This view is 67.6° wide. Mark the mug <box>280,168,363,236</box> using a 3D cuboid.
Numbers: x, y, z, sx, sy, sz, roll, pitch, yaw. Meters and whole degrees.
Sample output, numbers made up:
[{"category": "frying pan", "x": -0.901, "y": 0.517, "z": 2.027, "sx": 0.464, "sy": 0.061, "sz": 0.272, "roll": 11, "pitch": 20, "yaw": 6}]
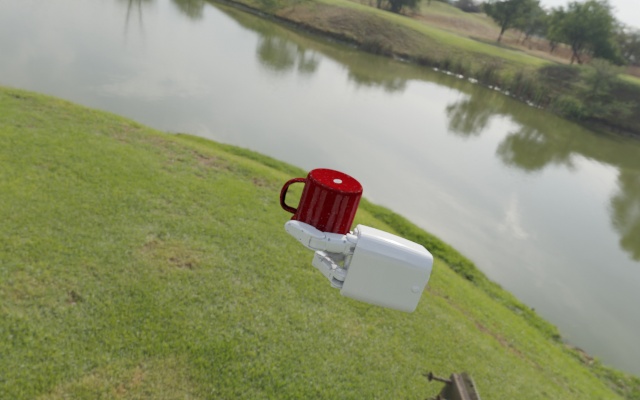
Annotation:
[{"category": "mug", "x": -0.001, "y": 0.002, "z": 0.680, "sx": 0.117, "sy": 0.081, "sz": 0.093, "roll": 17, "pitch": 23, "yaw": 0}]
